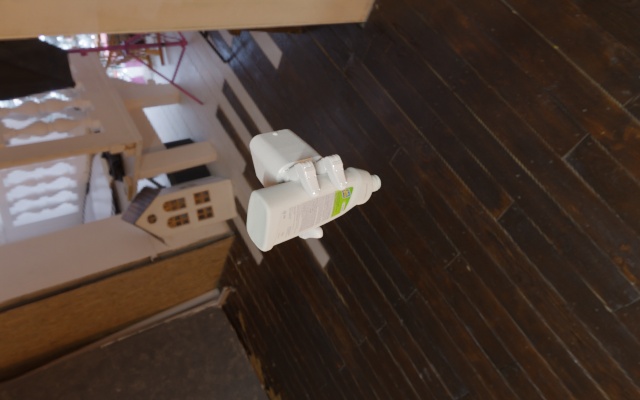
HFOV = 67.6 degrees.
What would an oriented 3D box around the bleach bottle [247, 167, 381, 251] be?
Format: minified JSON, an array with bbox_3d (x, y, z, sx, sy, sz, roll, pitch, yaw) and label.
[{"bbox_3d":[0.000,0.003,0.822,0.251,0.103,0.068,-16,46,-33],"label":"bleach bottle"}]
